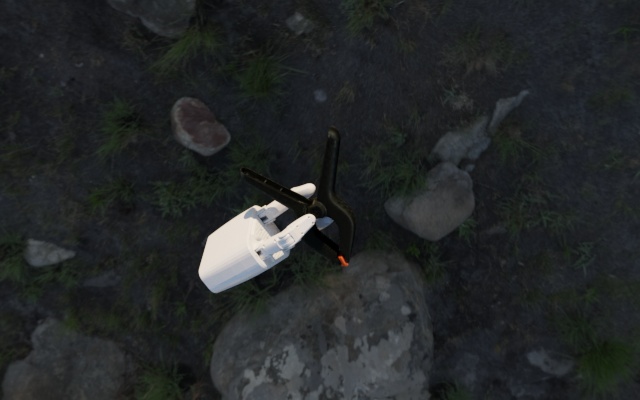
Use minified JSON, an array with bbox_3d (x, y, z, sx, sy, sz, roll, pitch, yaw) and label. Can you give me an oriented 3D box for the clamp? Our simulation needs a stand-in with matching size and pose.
[{"bbox_3d":[0.000,0.003,0.702,0.164,0.210,0.036,-29,15,24],"label":"clamp"}]
